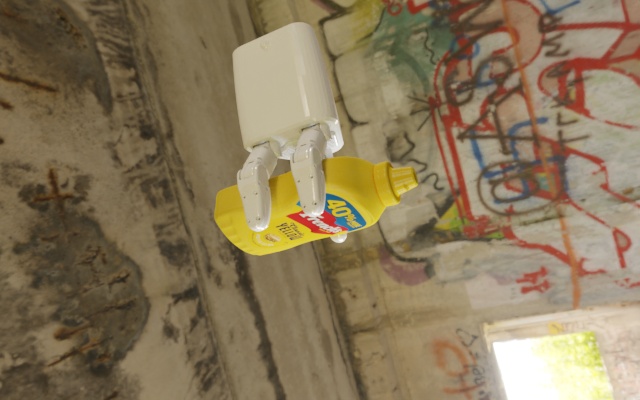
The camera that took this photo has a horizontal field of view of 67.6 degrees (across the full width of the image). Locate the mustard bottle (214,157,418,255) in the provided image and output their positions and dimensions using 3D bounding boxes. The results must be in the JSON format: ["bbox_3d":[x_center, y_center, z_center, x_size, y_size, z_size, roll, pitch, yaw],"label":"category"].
[{"bbox_3d":[0.000,0.002,0.466,0.191,0.058,0.096,-16,-37,22],"label":"mustard bottle"}]
